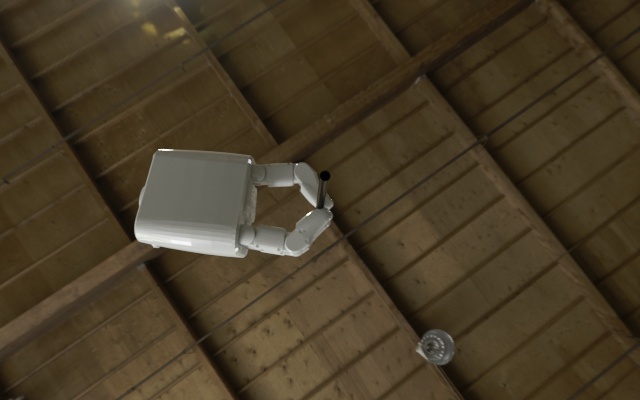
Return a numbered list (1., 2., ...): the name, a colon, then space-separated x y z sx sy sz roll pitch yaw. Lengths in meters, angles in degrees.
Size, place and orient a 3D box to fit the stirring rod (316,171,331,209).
1. stirring rod: 0.000 0.001 0.472 0.011 0.011 0.239 0 -9 -2
